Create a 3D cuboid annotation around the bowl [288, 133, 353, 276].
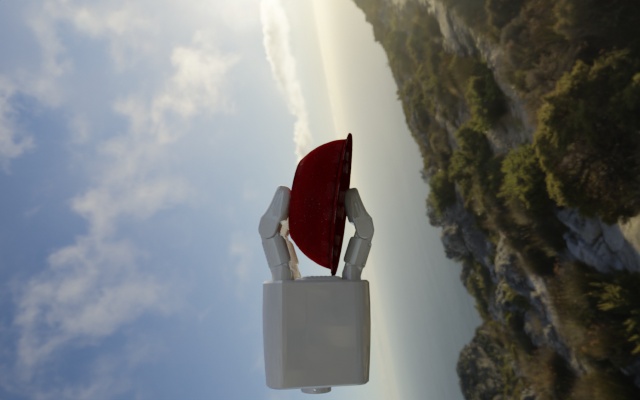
[{"bbox_3d":[0.000,0.000,0.538,0.055,0.162,0.162,7,1,7],"label":"bowl"}]
